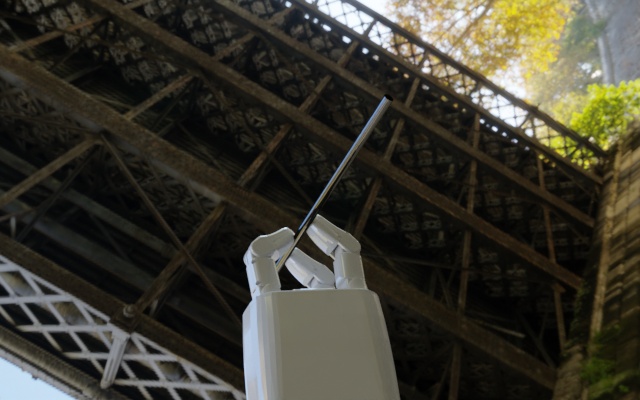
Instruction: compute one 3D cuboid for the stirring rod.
[{"bbox_3d":[0.000,0.001,0.434,0.011,0.011,0.240,0,-41,-34],"label":"stirring rod"}]
